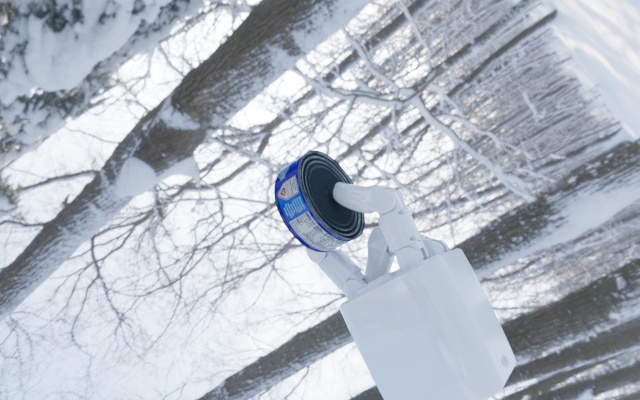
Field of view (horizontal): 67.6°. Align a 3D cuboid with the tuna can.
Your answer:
[{"bbox_3d":[0.000,0.002,0.419,0.034,0.086,0.086,-31,-17,31],"label":"tuna can"}]
